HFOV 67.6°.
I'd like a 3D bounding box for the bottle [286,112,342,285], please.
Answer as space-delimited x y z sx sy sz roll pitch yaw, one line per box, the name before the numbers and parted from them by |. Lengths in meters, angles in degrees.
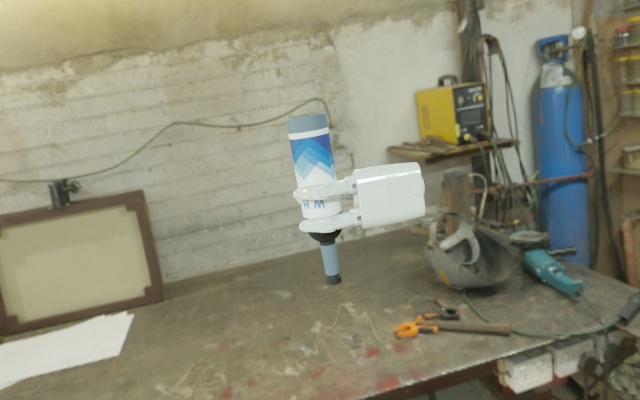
bottle | 0.000 0.002 0.810 0.069 0.296 0.069 -9 13 2
